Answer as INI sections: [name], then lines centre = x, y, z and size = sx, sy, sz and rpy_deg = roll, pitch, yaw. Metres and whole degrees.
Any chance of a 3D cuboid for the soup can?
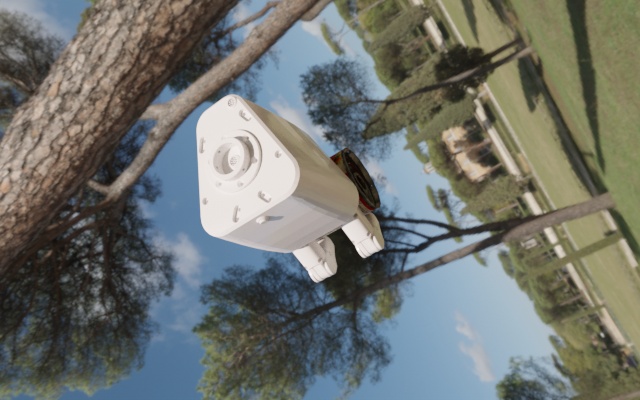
[soup can]
centre = 0.000, 0.002, 0.484
size = 0.102, 0.068, 0.068
rpy_deg = -30, -11, 19
